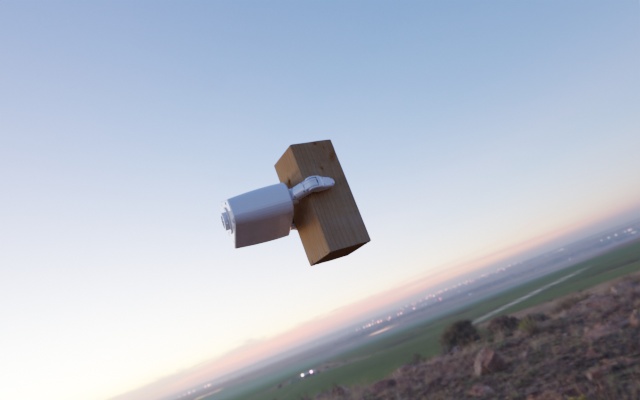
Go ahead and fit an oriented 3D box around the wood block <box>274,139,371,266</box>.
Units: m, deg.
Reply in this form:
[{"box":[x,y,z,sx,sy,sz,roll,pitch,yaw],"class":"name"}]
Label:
[{"box":[0.000,0.003,0.876,0.090,0.206,0.091,-12,-17,-32],"class":"wood block"}]
